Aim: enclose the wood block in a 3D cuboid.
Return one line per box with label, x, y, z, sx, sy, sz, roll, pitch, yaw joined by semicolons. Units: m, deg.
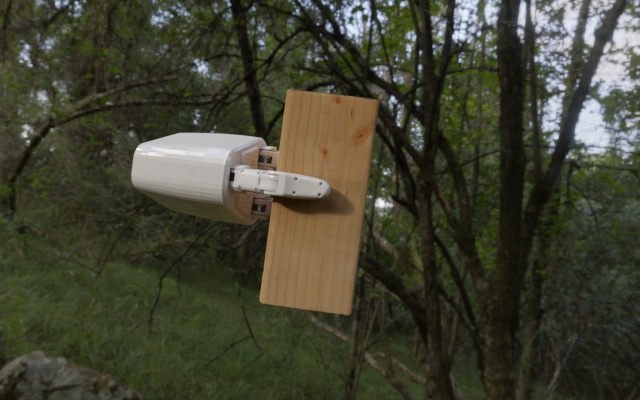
wood block;0.000;0.001;0.493;0.090;0.206;0.091;7;1;2
